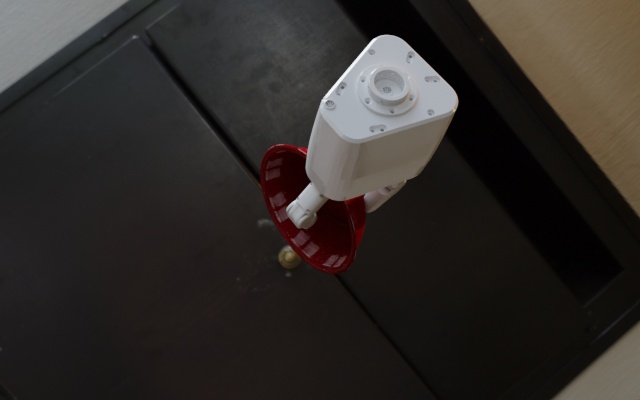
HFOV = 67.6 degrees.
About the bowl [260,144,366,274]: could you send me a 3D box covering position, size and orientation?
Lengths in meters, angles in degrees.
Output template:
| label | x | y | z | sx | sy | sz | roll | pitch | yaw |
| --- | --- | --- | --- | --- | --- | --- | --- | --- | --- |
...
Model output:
| label | x | y | z | sx | sy | sz | roll | pitch | yaw |
| --- | --- | --- | --- | --- | --- | --- | --- | --- | --- |
| bowl | 0.000 | 0.002 | 0.551 | 0.055 | 0.162 | 0.162 | -31 | 17 | -32 |
